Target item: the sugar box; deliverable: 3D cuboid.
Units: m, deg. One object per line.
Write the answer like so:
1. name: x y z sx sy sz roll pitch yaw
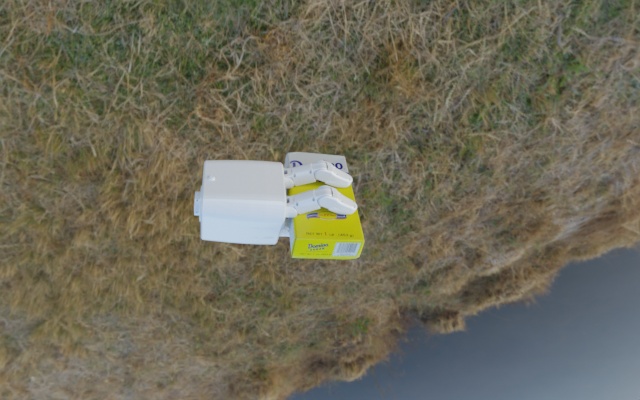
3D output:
1. sugar box: 0.000 0.002 0.674 0.093 0.176 0.048 3 -44 -13
